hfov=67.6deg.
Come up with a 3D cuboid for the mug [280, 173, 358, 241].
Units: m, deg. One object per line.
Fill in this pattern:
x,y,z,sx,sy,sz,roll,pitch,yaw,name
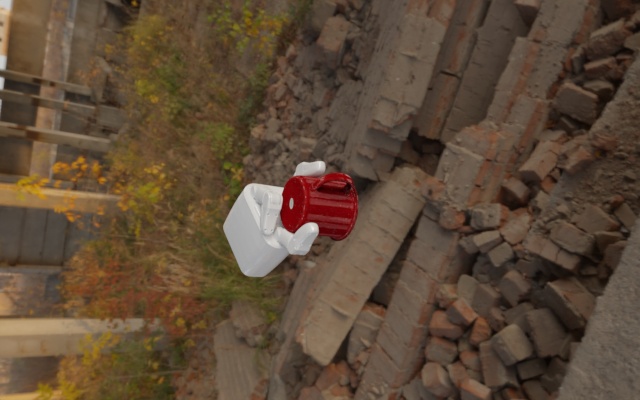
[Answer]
0.001,0.001,0.669,0.081,0.093,0.117,7,-37,-31,mug
